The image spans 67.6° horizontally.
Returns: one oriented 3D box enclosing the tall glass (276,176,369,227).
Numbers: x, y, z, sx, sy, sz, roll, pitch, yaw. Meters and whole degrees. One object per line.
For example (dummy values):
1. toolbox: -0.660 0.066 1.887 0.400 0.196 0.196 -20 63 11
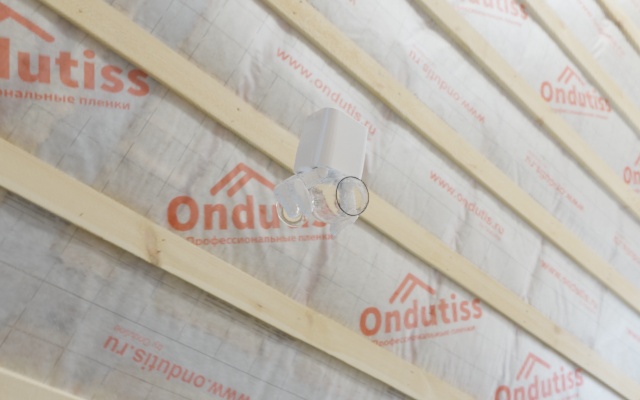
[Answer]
1. tall glass: 0.000 0.003 0.815 0.079 0.079 0.201 0 -5 -30
